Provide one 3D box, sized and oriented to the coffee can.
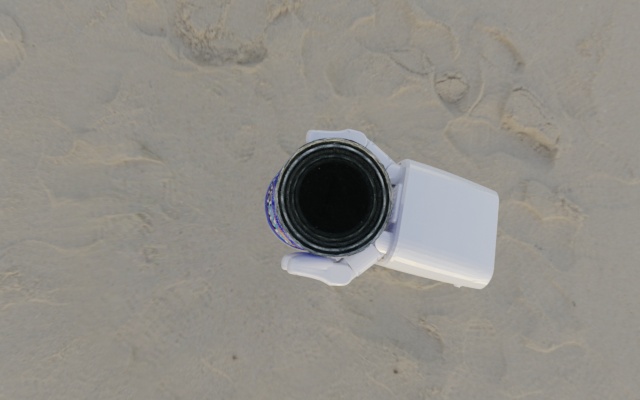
[{"bbox_3d":[0.000,0.001,0.469,0.103,0.103,0.140,0,-3,-10],"label":"coffee can"}]
